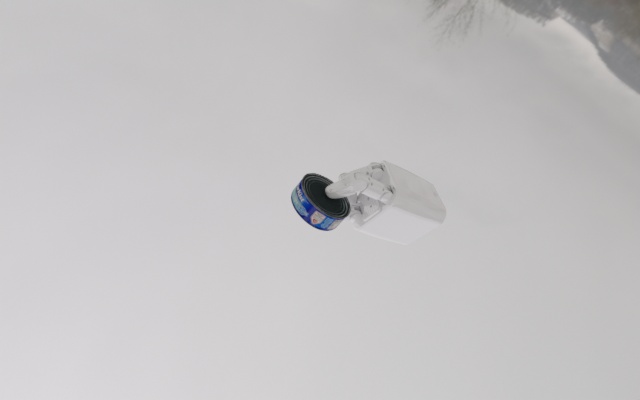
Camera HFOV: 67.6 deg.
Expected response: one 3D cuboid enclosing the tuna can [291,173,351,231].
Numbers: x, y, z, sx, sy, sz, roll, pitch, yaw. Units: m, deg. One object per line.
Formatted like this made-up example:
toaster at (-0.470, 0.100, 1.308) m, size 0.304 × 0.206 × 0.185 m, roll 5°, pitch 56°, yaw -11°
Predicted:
tuna can at (0.000, 0.003, 0.694) m, size 0.086 × 0.086 × 0.034 m, roll 0°, pitch -40°, yaw -48°
